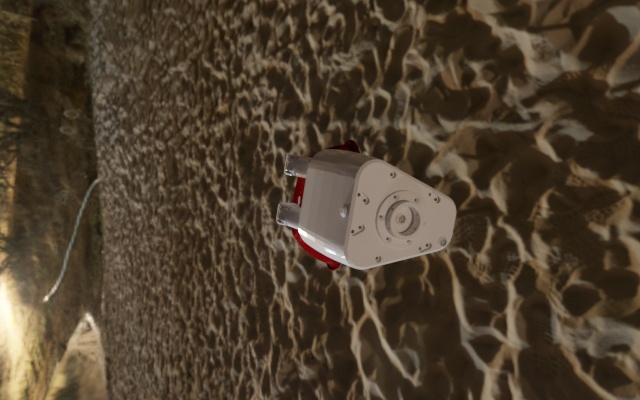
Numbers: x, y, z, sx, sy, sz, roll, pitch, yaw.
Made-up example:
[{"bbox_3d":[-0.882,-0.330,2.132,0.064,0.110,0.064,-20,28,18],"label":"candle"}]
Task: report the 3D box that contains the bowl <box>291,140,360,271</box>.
[{"bbox_3d":[-0.001,0.002,0.583,0.055,0.162,0.162,8,-2,-11],"label":"bowl"}]
